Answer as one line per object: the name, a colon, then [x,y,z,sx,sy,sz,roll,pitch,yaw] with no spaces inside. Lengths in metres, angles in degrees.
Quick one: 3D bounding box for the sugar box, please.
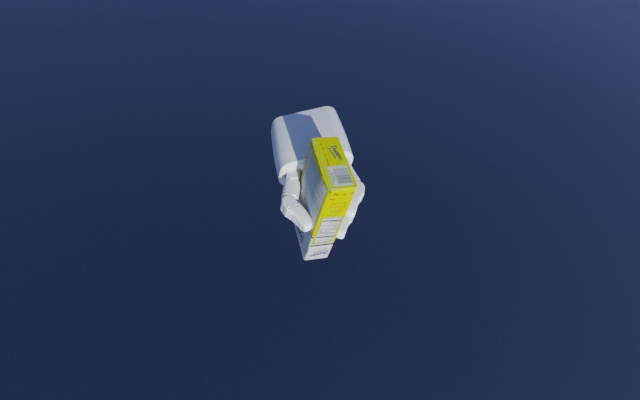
sugar box: [0.001,0.002,0.691,0.048,0.093,0.176,-6,-34,-17]
